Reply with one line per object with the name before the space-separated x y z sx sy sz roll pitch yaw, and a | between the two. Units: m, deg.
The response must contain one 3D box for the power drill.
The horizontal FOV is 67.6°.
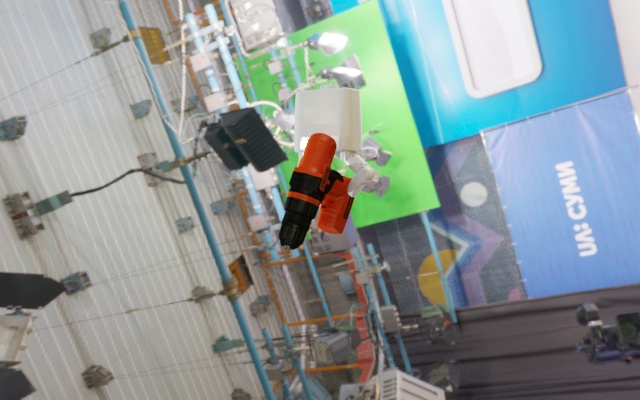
power drill | 0.000 0.002 0.785 0.057 0.184 0.188 17 -8 20
